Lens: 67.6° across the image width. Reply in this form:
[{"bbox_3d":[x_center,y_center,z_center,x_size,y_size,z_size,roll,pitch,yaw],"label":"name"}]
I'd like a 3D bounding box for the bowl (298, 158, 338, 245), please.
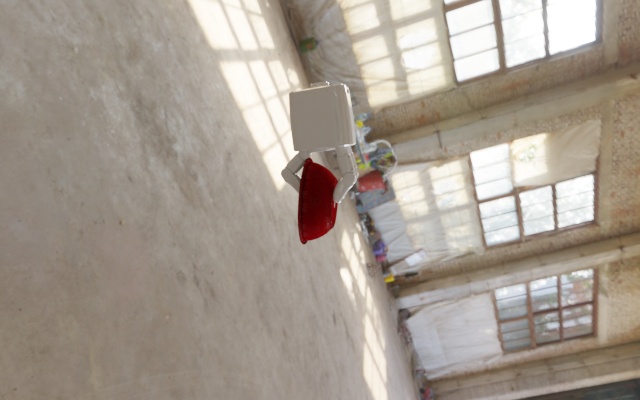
[{"bbox_3d":[0.001,0.004,0.879,0.055,0.162,0.162,4,1,8],"label":"bowl"}]
